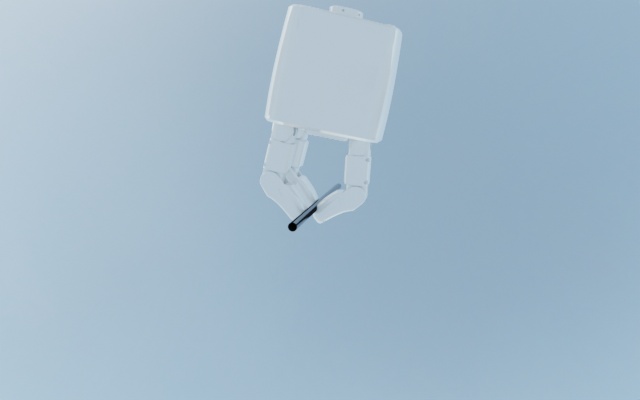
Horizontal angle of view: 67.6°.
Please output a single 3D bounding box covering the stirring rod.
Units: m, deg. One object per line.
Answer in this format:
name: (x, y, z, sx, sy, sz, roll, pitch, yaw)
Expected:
stirring rod: (0.000, 0.002, 0.516, 0.011, 0.011, 0.239, 0, 10, 12)
